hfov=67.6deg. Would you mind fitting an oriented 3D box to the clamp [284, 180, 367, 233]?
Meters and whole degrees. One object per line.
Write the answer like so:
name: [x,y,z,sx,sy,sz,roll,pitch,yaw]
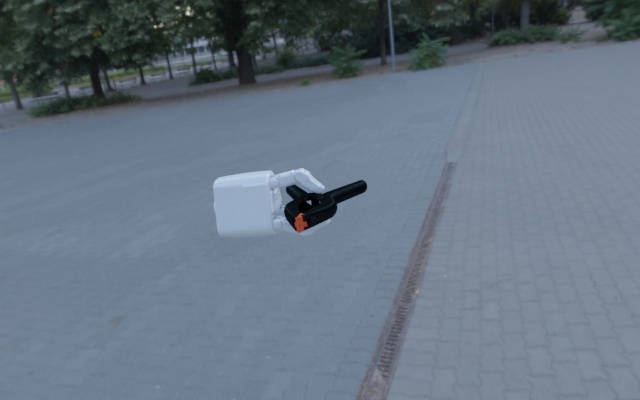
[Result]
clamp: [0.000,0.002,0.868,0.164,0.036,0.210,-5,19,9]
